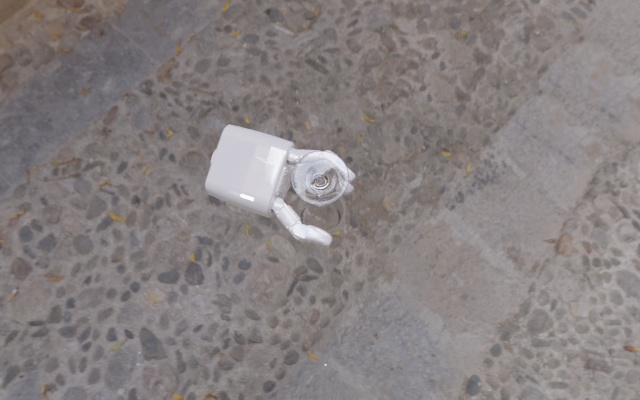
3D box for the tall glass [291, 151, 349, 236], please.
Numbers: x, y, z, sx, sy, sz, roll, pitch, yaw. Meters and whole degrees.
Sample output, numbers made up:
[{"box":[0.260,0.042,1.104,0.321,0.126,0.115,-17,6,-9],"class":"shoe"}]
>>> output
[{"box":[0.000,0.002,0.702,0.079,0.079,0.201,0,-19,1],"class":"tall glass"}]
